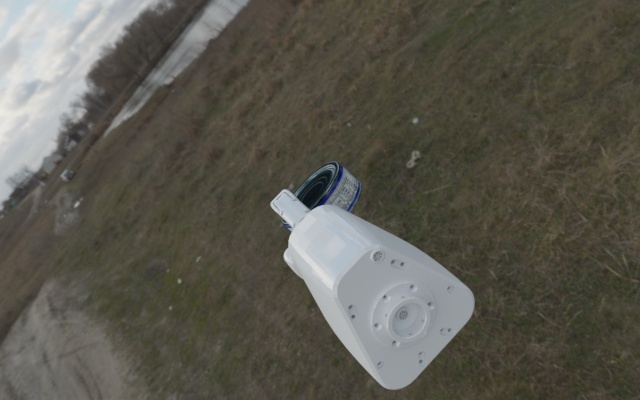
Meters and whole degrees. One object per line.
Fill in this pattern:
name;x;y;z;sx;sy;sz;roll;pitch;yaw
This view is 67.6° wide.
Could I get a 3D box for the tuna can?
tuna can;0.000;0.001;0.488;0.034;0.086;0.086;42;-16;-19
